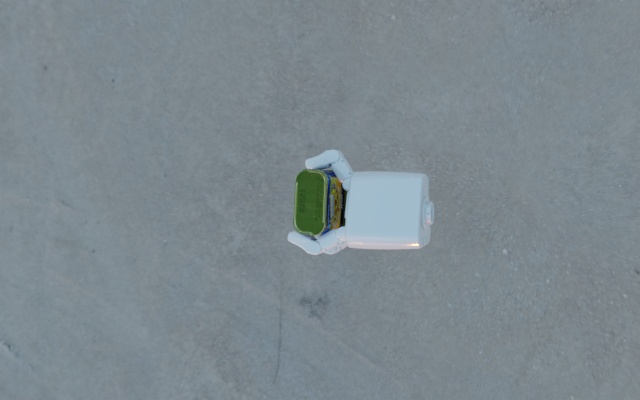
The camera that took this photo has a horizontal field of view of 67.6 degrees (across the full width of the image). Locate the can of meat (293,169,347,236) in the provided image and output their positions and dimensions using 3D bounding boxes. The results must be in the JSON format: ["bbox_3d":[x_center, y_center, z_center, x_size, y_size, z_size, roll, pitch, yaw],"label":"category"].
[{"bbox_3d":[0.000,0.002,0.725,0.057,0.102,0.084,3,2,22],"label":"can of meat"}]
